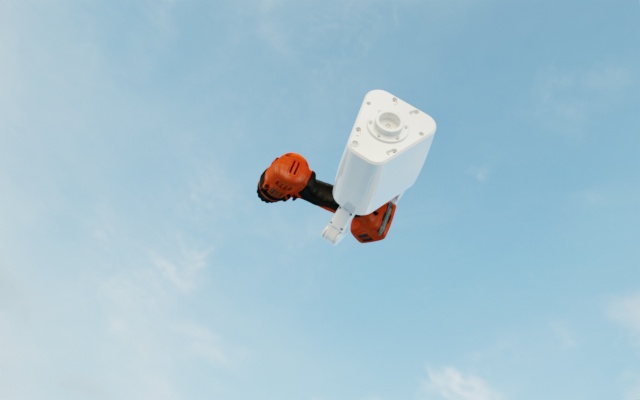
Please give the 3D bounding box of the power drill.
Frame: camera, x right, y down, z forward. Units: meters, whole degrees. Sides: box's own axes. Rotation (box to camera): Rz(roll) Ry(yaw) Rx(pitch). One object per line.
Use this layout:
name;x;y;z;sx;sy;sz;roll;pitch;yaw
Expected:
power drill;0.001;0.002;0.693;0.187;0.057;0.184;24;-13;-12
